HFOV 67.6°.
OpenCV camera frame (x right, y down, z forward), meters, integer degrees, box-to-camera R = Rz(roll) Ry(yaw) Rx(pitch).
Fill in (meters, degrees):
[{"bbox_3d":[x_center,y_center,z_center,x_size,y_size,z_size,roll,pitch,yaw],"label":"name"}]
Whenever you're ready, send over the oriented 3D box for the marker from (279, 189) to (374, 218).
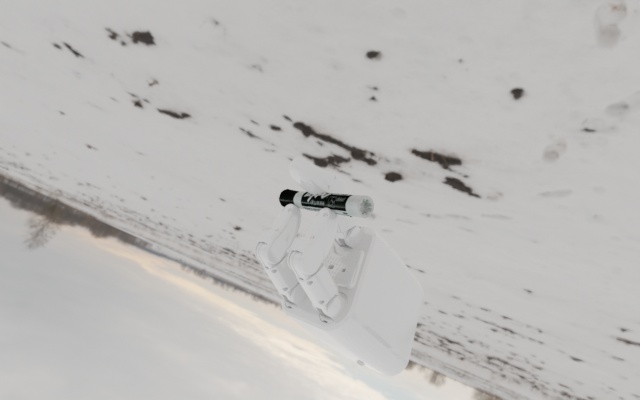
[{"bbox_3d":[0.000,0.001,0.433,0.020,0.020,0.121,0,4,-38],"label":"marker"}]
